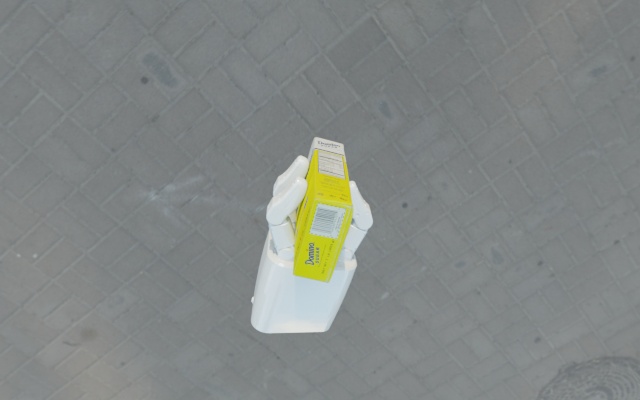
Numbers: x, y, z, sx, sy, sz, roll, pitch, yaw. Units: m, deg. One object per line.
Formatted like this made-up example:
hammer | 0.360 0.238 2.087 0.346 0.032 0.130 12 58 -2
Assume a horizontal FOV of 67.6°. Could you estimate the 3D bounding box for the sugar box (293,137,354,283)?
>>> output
sugar box | 0.000 0.002 0.541 0.048 0.093 0.176 13 25 -10
